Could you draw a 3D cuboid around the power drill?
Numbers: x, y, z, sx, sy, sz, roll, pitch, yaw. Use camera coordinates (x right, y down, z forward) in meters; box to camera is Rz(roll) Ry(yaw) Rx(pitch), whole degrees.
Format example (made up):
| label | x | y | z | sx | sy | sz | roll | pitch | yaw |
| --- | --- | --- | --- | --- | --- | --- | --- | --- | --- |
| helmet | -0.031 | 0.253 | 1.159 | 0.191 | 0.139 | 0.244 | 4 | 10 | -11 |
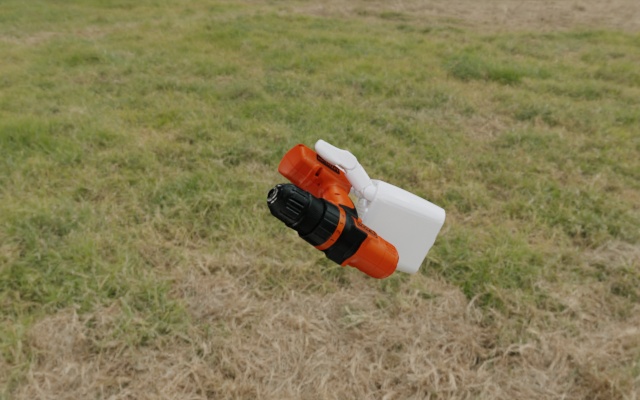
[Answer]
| label | x | y | z | sx | sy | sz | roll | pitch | yaw |
| --- | --- | --- | --- | --- | --- | --- | --- | --- | --- |
| power drill | 0.000 | 0.002 | 0.587 | 0.184 | 0.057 | 0.187 | 35 | 18 | -30 |
